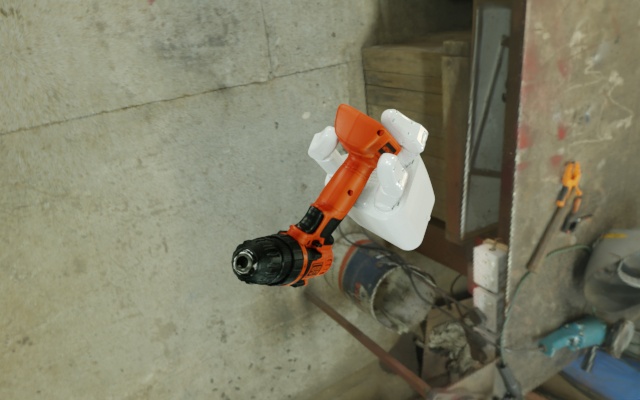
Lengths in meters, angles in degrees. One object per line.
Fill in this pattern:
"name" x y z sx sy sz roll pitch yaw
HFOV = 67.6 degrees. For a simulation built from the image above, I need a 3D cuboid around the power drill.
"power drill" 0.000 0.001 0.477 0.057 0.187 0.184 35 7 17
